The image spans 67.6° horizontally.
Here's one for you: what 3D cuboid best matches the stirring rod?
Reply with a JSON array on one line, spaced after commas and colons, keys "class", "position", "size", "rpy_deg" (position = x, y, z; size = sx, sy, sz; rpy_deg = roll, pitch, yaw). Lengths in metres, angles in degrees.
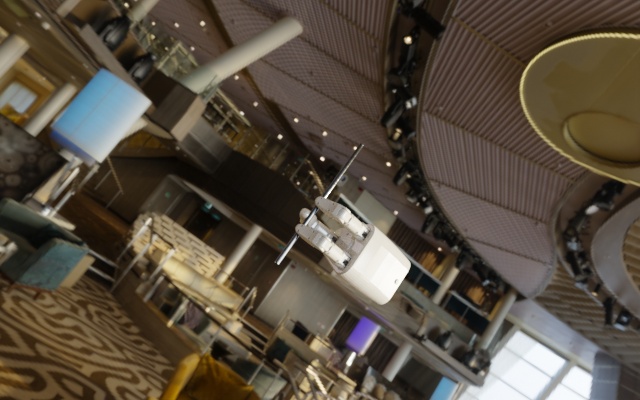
[{"class": "stirring rod", "position": [0.000, 0.003, 0.772], "size": [0.011, 0.239, 0.011], "rpy_deg": [34, -12, 8]}]
